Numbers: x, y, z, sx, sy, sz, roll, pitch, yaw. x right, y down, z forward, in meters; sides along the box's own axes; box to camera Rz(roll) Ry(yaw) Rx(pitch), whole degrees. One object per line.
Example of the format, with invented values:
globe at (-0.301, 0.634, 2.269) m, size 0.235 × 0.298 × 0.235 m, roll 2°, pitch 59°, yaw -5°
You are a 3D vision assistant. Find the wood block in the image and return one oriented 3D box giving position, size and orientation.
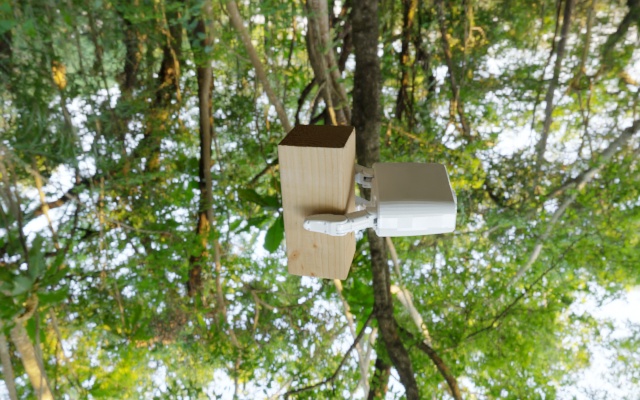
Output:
wood block at (0.000, 0.003, 0.694) m, size 0.090 × 0.206 × 0.090 m, roll 4°, pitch 28°, yaw 13°
